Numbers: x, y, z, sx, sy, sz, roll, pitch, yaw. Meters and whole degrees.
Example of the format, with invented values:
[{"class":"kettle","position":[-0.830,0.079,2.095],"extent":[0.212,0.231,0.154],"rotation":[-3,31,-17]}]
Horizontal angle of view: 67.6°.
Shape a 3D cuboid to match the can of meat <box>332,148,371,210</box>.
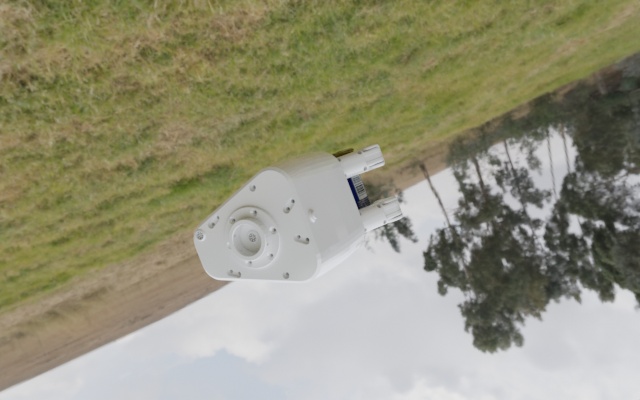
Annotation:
[{"class":"can of meat","position":[0.000,0.002,0.505],"extent":[0.102,0.084,0.057],"rotation":[-20,2,19]}]
